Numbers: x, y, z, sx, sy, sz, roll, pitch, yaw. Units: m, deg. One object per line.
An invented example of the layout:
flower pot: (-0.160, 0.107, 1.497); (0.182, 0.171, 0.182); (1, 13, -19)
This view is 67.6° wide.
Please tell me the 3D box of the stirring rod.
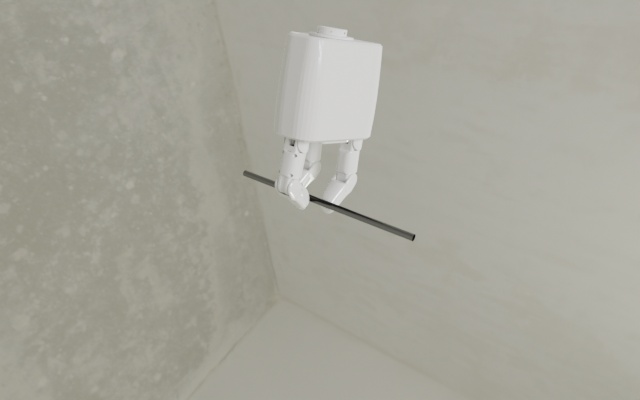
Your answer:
stirring rod: (0.000, 0.002, 0.560); (0.239, 0.011, 0.011); (21, 11, 29)
